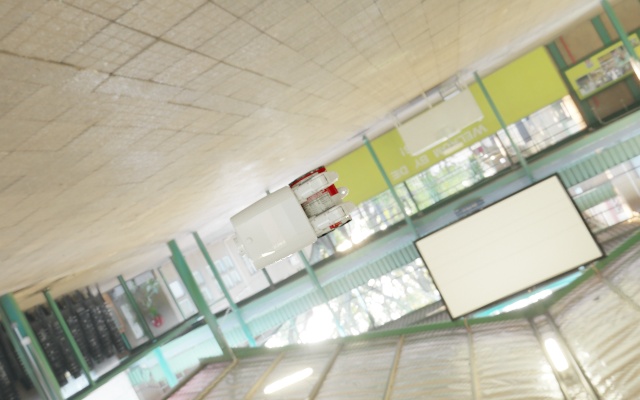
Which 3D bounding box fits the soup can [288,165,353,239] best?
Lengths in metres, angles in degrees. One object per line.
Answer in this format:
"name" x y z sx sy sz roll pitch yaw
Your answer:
"soup can" 0.001 0.003 0.781 0.068 0.102 0.068 -28 -1 -1
